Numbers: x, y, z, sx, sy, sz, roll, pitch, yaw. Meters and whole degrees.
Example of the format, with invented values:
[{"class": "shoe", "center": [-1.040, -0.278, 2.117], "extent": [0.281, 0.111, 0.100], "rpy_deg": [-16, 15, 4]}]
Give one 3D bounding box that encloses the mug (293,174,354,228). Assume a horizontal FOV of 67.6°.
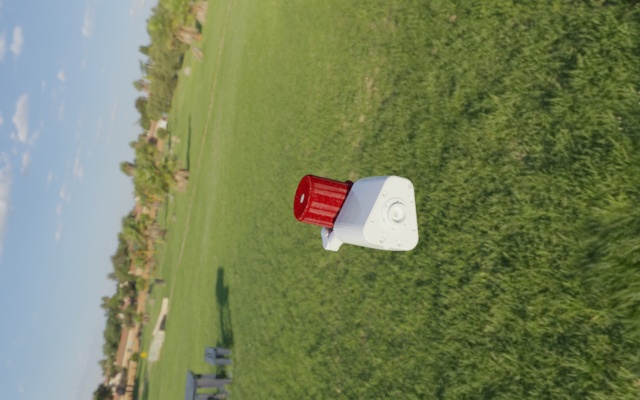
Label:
[{"class": "mug", "center": [-0.001, 0.003, 0.827], "extent": [0.081, 0.093, 0.117], "rpy_deg": [12, -6, -21]}]
